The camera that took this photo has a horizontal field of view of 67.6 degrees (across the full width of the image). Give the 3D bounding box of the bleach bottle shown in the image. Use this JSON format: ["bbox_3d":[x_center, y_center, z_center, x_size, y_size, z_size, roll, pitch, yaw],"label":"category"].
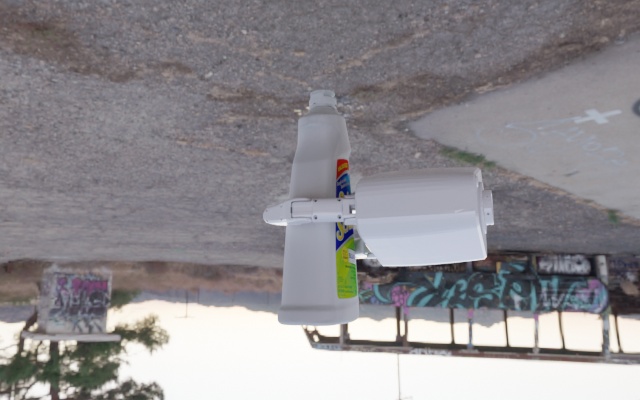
[{"bbox_3d":[0.000,0.002,0.510,0.068,0.250,0.102,-5,-11,21],"label":"bleach bottle"}]
